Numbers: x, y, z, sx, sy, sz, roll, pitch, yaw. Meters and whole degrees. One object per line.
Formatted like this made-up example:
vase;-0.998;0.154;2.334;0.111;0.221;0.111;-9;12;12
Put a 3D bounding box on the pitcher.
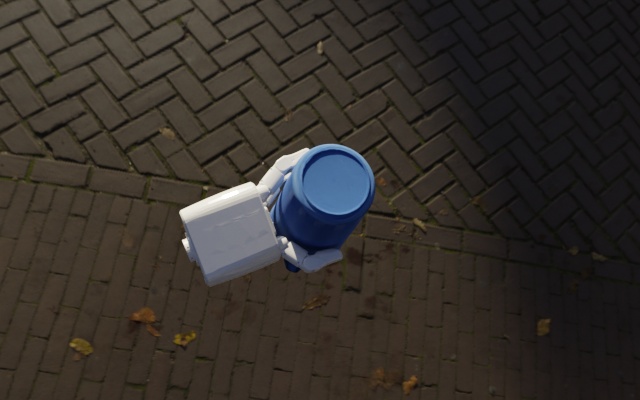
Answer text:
pitcher;0.000;0.002;0.705;0.145;0.149;0.243;-21;-12;-17
